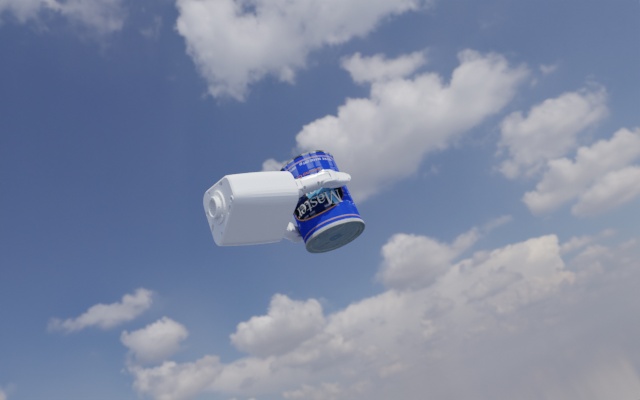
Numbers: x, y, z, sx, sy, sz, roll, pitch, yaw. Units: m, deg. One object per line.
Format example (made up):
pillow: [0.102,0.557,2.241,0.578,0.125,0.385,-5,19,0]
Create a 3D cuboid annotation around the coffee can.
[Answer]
coffee can: [0.000,0.003,0.797,0.103,0.140,0.103,-19,-25,-9]
